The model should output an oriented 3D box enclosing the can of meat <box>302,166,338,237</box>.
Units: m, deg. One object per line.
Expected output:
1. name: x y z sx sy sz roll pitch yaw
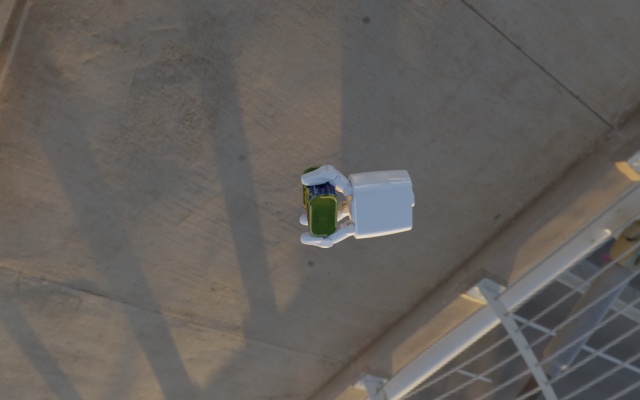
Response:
1. can of meat: 0.000 0.003 0.862 0.057 0.102 0.084 -5 40 -6
